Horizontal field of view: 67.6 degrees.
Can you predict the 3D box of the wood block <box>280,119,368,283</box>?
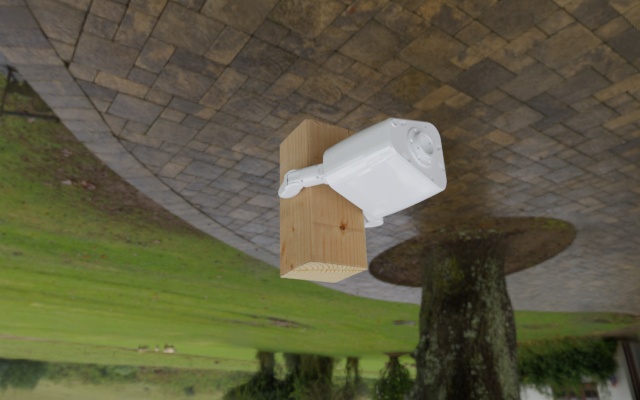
[{"bbox_3d":[0.000,0.002,0.678,0.091,0.206,0.090,11,-26,-29],"label":"wood block"}]
